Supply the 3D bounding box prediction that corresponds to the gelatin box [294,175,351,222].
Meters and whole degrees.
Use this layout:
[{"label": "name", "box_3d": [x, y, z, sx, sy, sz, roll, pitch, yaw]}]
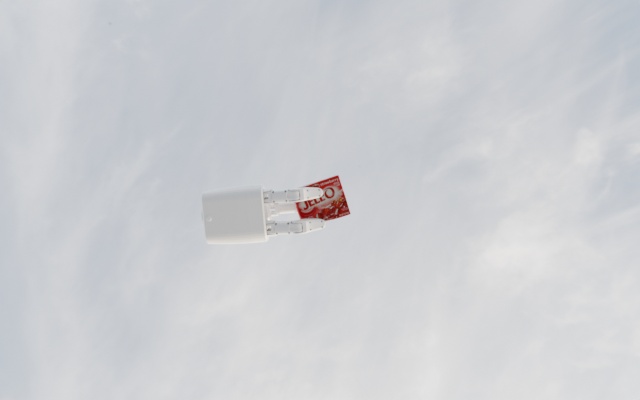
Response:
[{"label": "gelatin box", "box_3d": [0.000, 0.003, 0.845, 0.089, 0.073, 0.030, -18, 5, -4]}]
